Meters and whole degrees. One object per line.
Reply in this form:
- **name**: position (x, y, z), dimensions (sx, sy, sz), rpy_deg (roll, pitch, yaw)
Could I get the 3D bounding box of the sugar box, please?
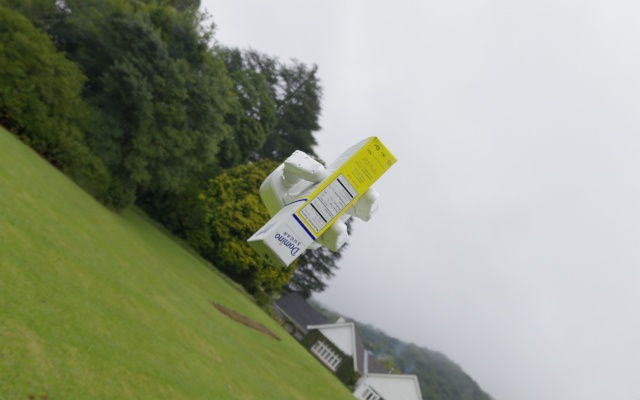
- **sugar box**: position (0.000, 0.002, 0.548), dimensions (0.176, 0.048, 0.093), rpy_deg (-45, 9, -16)
